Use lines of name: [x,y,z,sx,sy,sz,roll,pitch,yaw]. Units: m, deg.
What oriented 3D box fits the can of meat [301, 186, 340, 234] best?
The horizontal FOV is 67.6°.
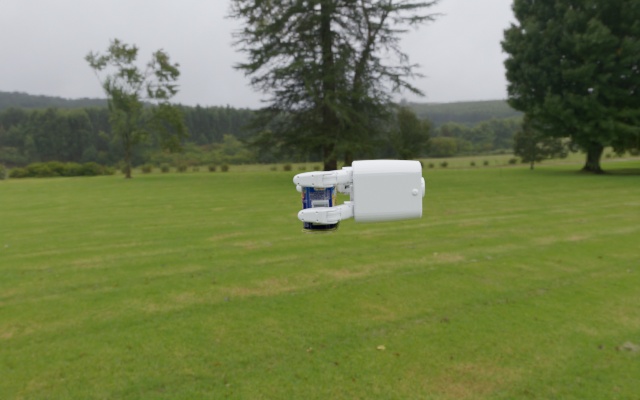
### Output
can of meat: [0.000,0.002,0.783,0.057,0.084,0.102,-2,10,6]
